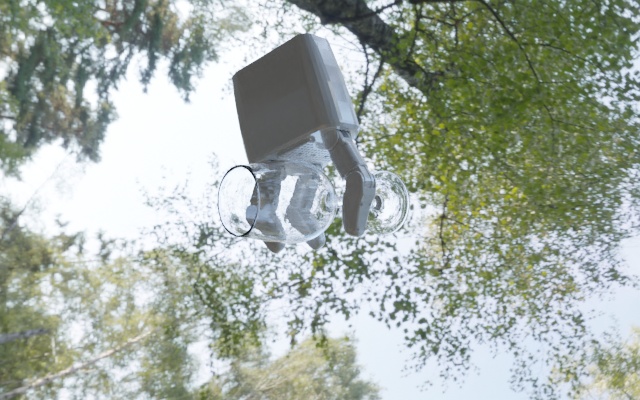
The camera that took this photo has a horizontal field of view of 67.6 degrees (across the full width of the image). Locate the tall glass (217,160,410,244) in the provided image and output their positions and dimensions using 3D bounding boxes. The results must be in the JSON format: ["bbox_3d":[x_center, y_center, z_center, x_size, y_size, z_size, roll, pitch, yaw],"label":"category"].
[{"bbox_3d":[0.001,0.002,0.473,0.079,0.079,0.201,0,0,45],"label":"tall glass"}]
